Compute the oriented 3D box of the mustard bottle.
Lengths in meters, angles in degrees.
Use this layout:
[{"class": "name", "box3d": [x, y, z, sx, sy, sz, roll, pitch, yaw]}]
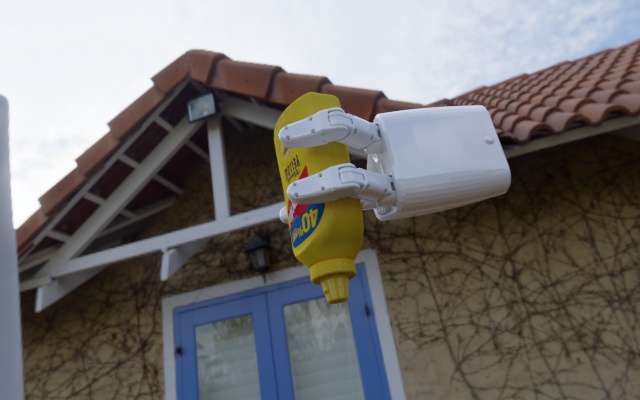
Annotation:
[{"class": "mustard bottle", "box3d": [0.000, 0.001, 0.452, 0.058, 0.191, 0.096, 3, -27, -29]}]
